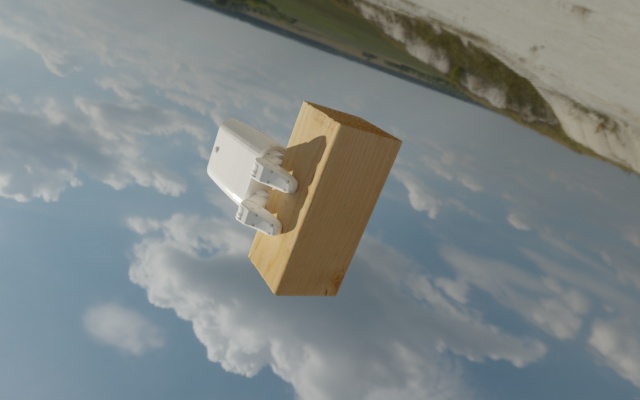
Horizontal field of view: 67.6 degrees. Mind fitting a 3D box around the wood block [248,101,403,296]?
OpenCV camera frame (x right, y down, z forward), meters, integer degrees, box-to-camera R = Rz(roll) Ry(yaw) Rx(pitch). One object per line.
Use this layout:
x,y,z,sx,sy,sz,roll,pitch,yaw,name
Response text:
0.000,0.002,0.564,0.091,0.206,0.090,8,22,-36,wood block
